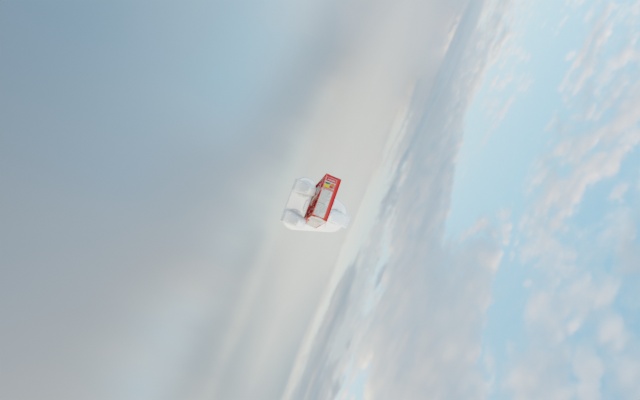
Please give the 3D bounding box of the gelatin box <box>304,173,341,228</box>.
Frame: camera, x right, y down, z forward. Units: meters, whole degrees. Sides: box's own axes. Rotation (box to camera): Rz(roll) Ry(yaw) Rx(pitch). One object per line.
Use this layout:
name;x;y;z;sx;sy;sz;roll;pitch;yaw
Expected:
gelatin box;0.001;0.003;0.775;0.030;0.073;0.089;22;-14;-7
